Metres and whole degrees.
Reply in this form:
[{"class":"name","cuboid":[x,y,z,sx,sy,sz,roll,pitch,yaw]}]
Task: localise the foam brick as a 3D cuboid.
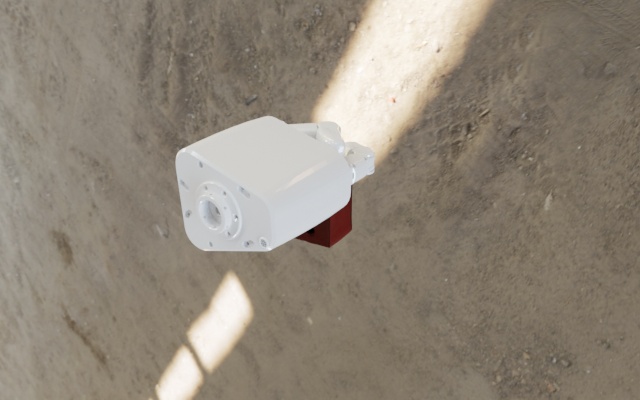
[{"class":"foam brick","cuboid":[0.000,0.002,0.504,0.053,0.078,0.051,13,28,28]}]
